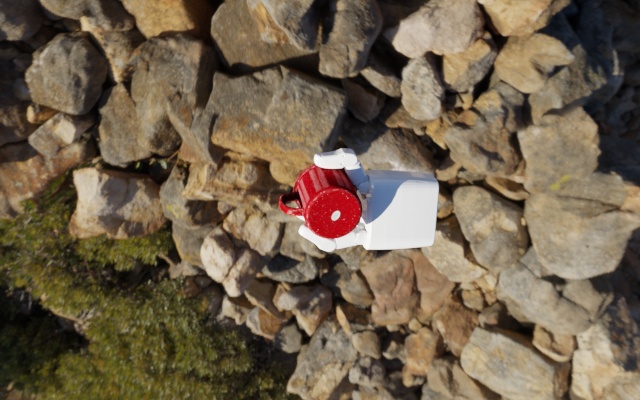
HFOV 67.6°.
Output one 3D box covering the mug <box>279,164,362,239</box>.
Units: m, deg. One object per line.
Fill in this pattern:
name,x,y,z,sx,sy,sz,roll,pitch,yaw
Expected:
mug,-0.001,0.002,0.678,0.117,0.093,0.081,-2,26,-11
